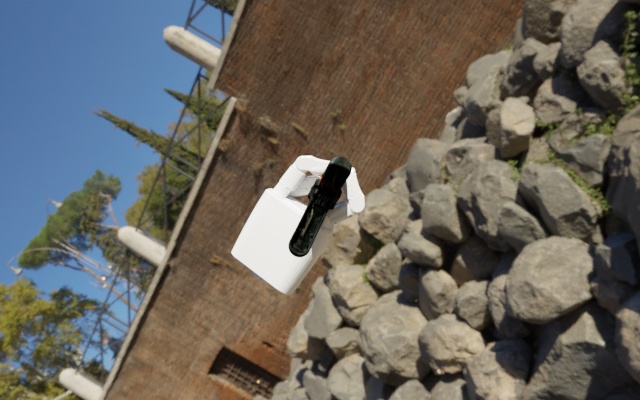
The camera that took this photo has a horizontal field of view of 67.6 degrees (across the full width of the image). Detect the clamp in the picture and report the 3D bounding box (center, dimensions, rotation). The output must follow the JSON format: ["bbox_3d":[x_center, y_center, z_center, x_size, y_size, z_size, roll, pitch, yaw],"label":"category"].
[{"bbox_3d":[0.000,0.001,0.577,0.039,0.120,0.171,33,5,0],"label":"clamp"}]
